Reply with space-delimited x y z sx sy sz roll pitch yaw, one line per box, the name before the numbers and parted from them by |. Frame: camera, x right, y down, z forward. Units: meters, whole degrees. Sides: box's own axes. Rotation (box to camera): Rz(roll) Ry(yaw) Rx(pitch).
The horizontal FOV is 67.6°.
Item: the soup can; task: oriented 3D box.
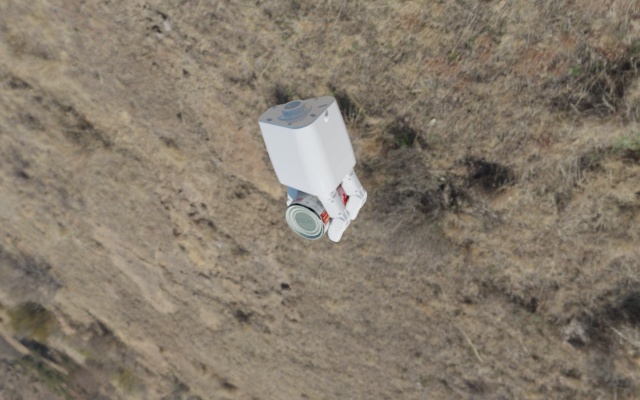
soup can | 0.000 0.003 0.731 0.068 0.068 0.102 0 37 37
